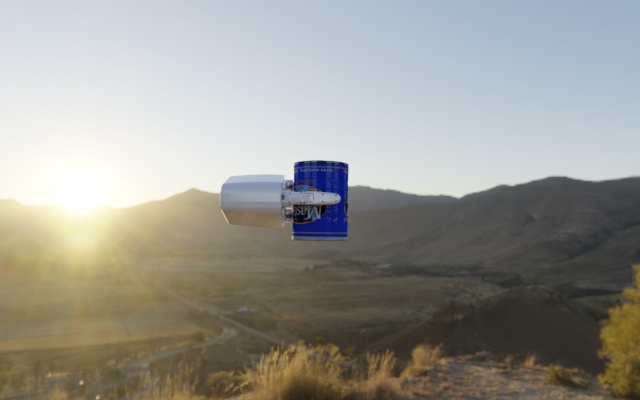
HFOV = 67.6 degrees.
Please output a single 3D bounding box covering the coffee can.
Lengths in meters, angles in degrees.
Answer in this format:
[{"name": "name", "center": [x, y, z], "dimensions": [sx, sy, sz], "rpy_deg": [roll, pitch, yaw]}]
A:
[{"name": "coffee can", "center": [0.000, 0.003, 0.873], "dimensions": [0.103, 0.140, 0.103], "rpy_deg": [1, -4, 0]}]
